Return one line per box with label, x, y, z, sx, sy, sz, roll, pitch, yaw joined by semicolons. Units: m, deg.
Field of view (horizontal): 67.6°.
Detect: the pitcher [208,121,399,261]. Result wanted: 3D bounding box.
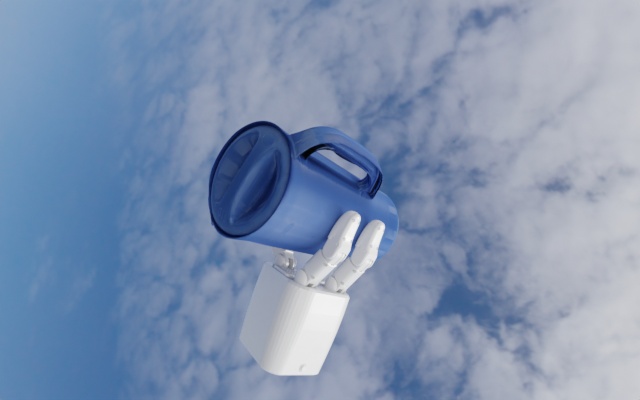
pitcher;0.000;0.002;0.587;0.149;0.145;0.243;16;-4;44
